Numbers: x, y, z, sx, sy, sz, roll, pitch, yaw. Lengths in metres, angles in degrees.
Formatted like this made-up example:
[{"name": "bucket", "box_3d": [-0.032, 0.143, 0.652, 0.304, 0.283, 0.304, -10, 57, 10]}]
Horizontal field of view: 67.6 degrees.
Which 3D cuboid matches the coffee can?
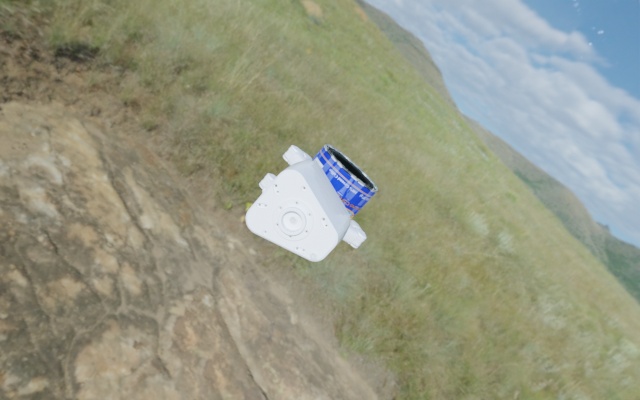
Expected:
[{"name": "coffee can", "box_3d": [0.000, 0.002, 0.702, 0.103, 0.140, 0.102, 39, 13, -11]}]
